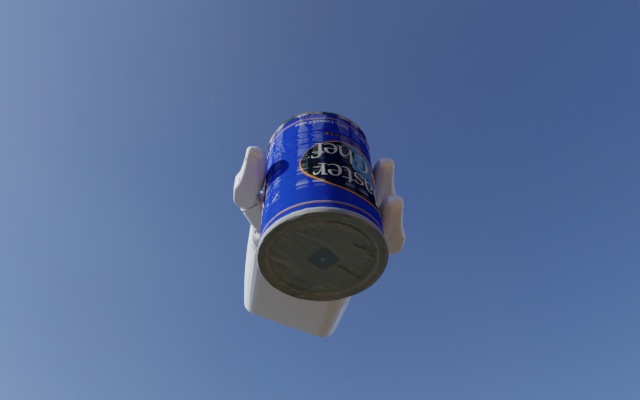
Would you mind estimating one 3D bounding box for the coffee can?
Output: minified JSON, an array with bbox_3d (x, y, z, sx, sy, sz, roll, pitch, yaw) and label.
[{"bbox_3d":[0.000,0.001,0.422,0.103,0.103,0.140,0,41,-2],"label":"coffee can"}]
